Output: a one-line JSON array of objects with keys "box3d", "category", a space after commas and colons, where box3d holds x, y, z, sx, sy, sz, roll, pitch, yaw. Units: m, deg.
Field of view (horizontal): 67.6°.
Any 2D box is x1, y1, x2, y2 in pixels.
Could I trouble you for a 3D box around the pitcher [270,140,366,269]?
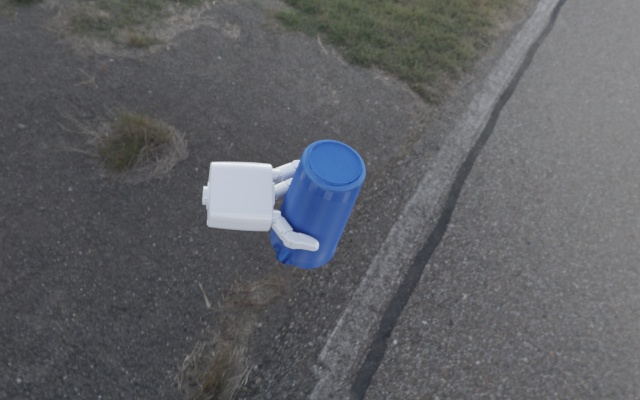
[{"box3d": [0.000, 0.003, 0.857, 0.145, 0.149, 0.243, 3, -36, -16], "category": "pitcher"}]
